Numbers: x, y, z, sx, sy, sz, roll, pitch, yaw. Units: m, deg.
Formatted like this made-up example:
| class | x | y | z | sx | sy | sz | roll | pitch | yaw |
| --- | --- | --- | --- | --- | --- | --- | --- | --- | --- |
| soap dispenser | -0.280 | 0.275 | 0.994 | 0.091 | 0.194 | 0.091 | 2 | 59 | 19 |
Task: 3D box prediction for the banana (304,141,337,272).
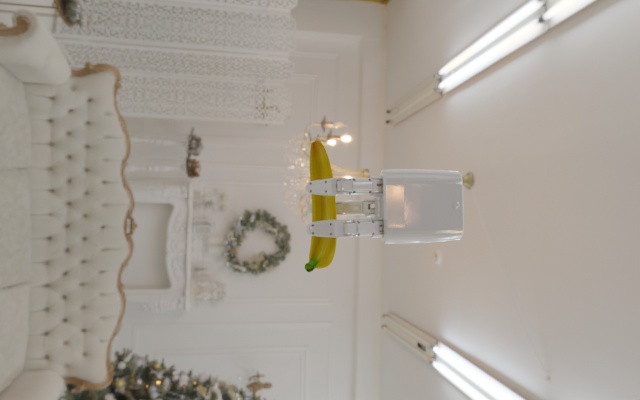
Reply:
| class | x | y | z | sx | sy | sz | roll | pitch | yaw |
| --- | --- | --- | --- | --- | --- | --- | --- | --- | --- |
| banana | 0.003 | 0.013 | 0.672 | 0.037 | 0.197 | 0.070 | -3 | -26 | 8 |
